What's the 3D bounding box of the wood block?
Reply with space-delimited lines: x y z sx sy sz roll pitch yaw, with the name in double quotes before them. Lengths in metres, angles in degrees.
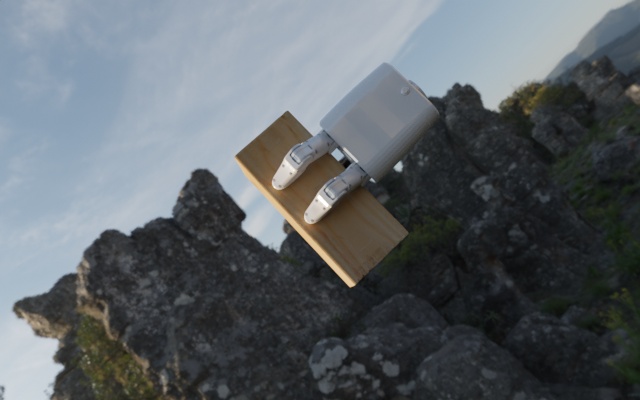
"wood block" 0.000 0.002 0.596 0.090 0.206 0.091 -43 -9 -7
